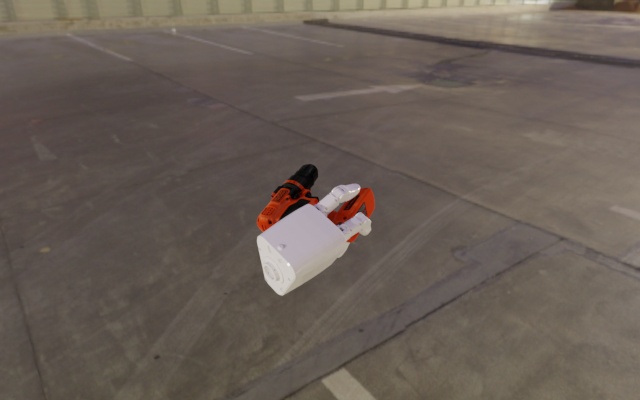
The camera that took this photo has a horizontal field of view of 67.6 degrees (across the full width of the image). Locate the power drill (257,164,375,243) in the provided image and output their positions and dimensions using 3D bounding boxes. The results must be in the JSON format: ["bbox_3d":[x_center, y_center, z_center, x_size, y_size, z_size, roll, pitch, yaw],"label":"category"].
[{"bbox_3d":[0.000,0.003,0.875,0.187,0.057,0.184,9,46,31],"label":"power drill"}]
